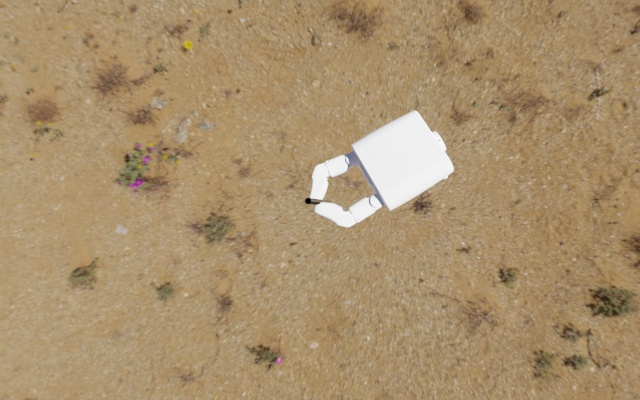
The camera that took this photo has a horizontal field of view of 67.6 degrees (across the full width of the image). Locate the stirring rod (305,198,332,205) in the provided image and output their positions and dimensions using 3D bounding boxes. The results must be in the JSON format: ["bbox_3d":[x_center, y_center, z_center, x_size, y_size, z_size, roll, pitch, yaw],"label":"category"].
[{"bbox_3d":[0.000,0.002,0.694,0.011,0.011,0.239,0,-1,7],"label":"stirring rod"}]
